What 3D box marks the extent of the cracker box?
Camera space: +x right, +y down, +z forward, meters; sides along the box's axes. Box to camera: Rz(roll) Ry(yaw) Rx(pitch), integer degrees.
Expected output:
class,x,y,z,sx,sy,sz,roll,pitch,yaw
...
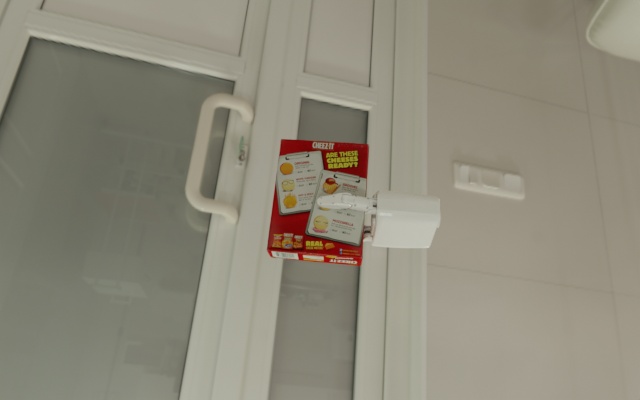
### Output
class,x,y,z,sx,sy,sz,roll,pitch,yaw
cracker box,0.000,0.003,0.858,0.164,0.213,0.072,4,-21,3
